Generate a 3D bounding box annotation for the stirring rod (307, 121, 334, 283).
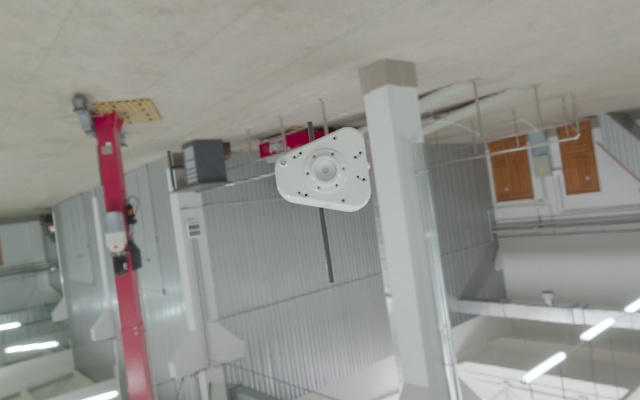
[{"bbox_3d":[0.000,0.002,0.710,0.011,0.239,0.011,-8,-1,0],"label":"stirring rod"}]
